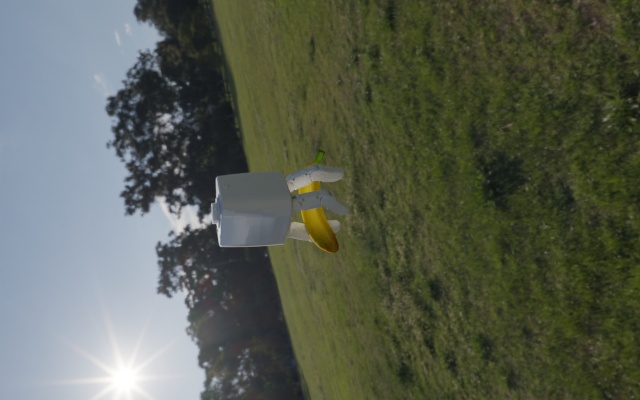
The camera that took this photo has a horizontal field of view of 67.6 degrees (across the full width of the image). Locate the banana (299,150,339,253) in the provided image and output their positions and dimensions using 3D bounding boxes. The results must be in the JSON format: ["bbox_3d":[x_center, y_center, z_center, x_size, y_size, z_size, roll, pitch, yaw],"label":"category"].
[{"bbox_3d":[-0.008,0.010,0.794,0.037,0.197,0.070,6,-35,-24],"label":"banana"}]
